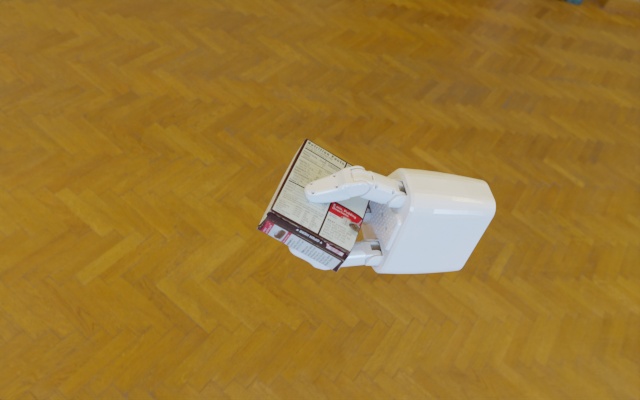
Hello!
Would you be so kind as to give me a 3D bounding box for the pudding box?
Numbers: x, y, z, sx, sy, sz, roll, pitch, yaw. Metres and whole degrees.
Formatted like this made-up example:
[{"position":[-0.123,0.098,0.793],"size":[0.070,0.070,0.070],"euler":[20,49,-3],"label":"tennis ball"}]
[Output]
[{"position":[0.000,0.002,0.480],"size":[0.090,0.113,0.039],"euler":[29,-43,-6],"label":"pudding box"}]
